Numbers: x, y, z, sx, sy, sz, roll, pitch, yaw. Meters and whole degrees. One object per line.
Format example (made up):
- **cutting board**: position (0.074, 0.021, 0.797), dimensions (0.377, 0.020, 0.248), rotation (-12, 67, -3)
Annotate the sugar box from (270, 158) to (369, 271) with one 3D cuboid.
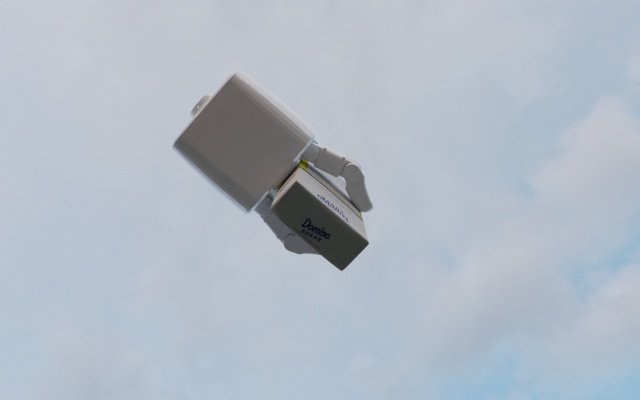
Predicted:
- **sugar box**: position (0.000, 0.002, 0.517), dimensions (0.093, 0.048, 0.176), rotation (41, 15, -9)
